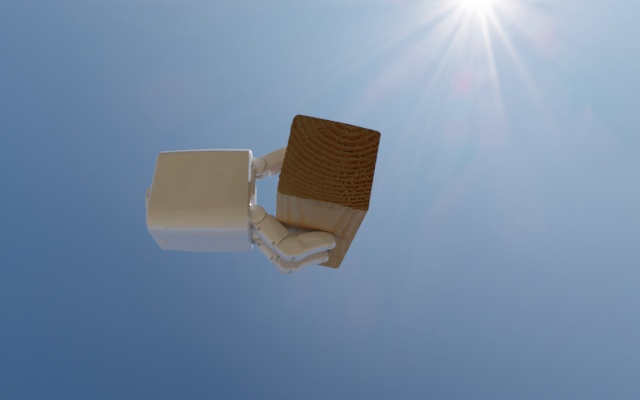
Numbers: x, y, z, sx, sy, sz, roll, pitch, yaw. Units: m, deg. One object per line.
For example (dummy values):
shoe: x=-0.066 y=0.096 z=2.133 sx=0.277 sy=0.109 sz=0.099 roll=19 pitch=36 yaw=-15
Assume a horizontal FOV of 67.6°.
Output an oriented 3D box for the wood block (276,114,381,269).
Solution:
wood block: x=0.000 y=0.001 z=0.549 sx=0.090 sy=0.090 sz=0.206 roll=12 pitch=-23 yaw=-1
